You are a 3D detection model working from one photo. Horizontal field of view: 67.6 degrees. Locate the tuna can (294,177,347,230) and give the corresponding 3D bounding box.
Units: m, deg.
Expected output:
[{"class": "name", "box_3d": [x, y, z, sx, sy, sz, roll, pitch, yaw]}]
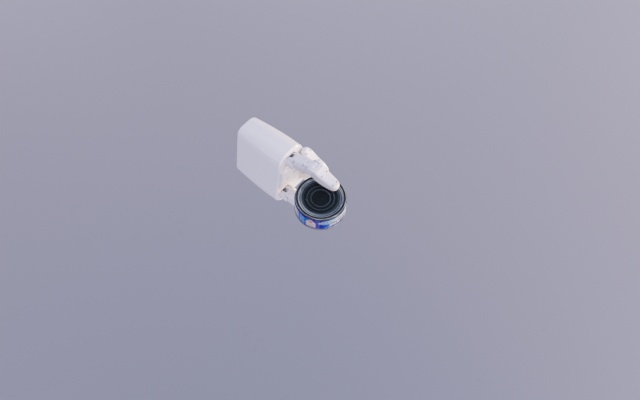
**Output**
[{"class": "tuna can", "box_3d": [0.000, 0.002, 0.771, 0.086, 0.086, 0.034, 0, -30, -2]}]
